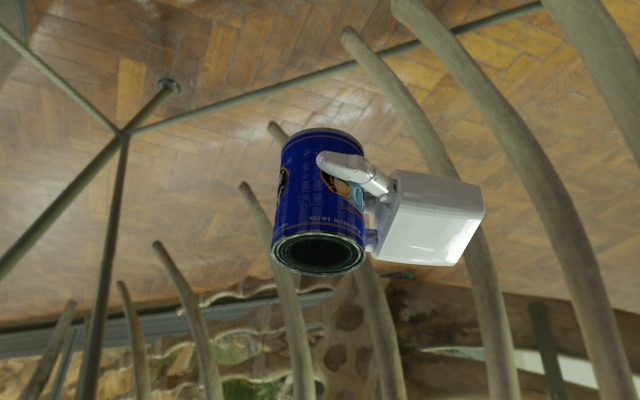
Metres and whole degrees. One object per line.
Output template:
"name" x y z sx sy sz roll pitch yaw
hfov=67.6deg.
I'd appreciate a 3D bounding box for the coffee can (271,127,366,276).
"coffee can" 0.000 0.002 0.550 0.103 0.140 0.103 2 -33 1
